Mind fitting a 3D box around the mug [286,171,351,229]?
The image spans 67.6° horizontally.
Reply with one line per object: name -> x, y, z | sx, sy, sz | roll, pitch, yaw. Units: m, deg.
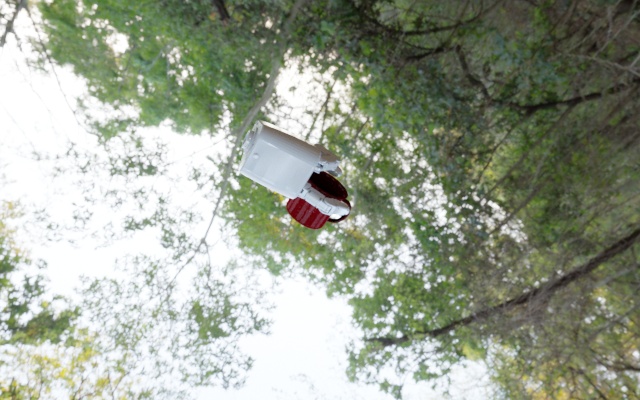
mug -> 0.001, 0.004, 0.876 | 0.117, 0.081, 0.093 | 26, 24, -19
